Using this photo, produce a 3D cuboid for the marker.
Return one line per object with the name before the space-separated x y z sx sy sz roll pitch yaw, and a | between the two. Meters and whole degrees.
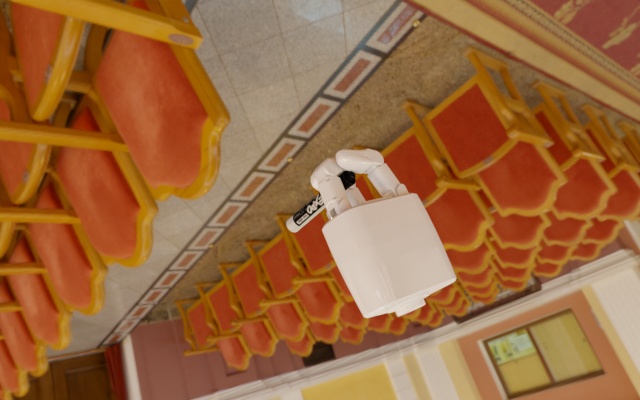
marker | 0.000 0.002 0.562 0.020 0.020 0.121 0 -30 -43
